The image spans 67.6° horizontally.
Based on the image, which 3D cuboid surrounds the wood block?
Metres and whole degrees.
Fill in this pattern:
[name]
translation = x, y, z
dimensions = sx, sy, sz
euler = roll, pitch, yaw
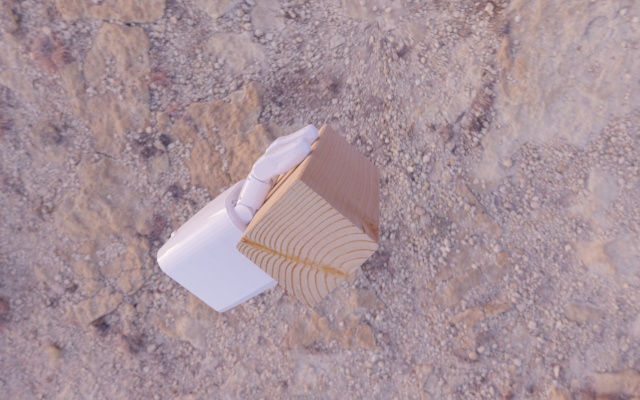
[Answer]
[wood block]
translation = 0.000, 0.002, 0.493
dimensions = 0.091, 0.090, 0.206
euler = 41, 21, -9
